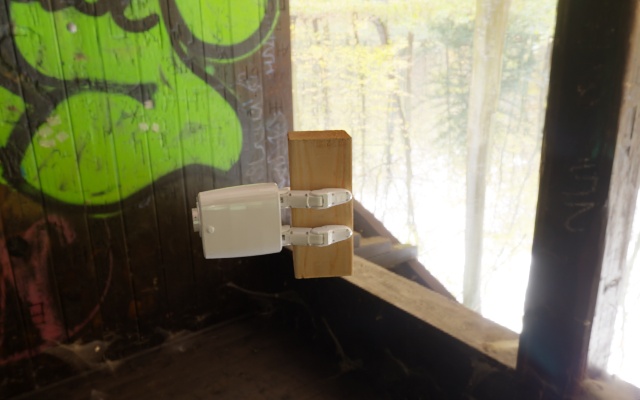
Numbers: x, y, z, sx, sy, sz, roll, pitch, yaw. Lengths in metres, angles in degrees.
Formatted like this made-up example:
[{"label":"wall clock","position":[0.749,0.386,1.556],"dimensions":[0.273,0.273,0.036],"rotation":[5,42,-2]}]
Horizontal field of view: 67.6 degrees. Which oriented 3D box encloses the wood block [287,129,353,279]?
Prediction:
[{"label":"wood block","position":[0.000,0.002,0.719],"dimensions":[0.090,0.206,0.090],"rotation":[-3,17,-5]}]
